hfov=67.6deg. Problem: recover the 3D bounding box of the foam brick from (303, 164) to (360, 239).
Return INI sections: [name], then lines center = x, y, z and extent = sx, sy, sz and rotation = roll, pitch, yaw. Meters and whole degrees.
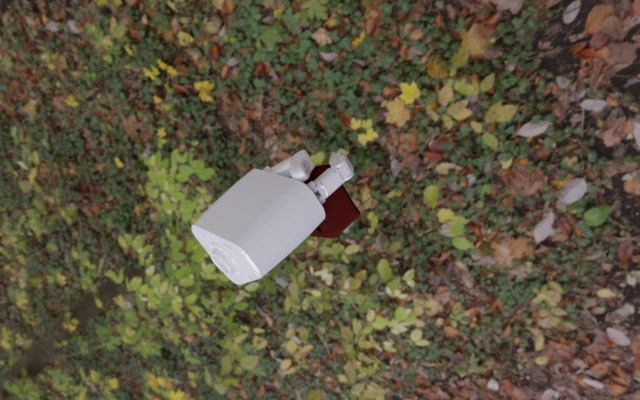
[foam brick]
center = 0.000, 0.002, 0.589
extent = 0.051, 0.078, 0.053
rotation = -45, 24, -28
